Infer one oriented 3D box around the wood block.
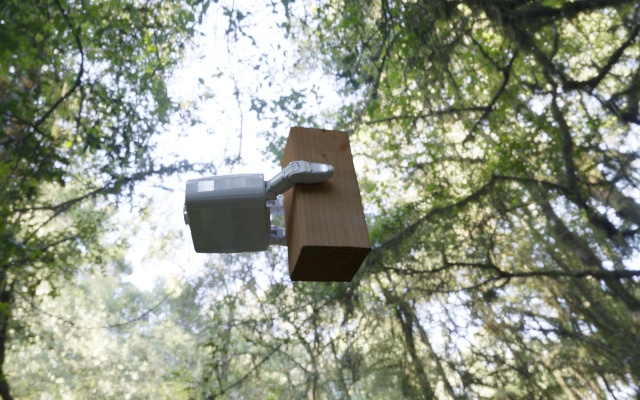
[{"bbox_3d":[0.000,0.002,0.672,0.090,0.206,0.091,3,-38,-15],"label":"wood block"}]
